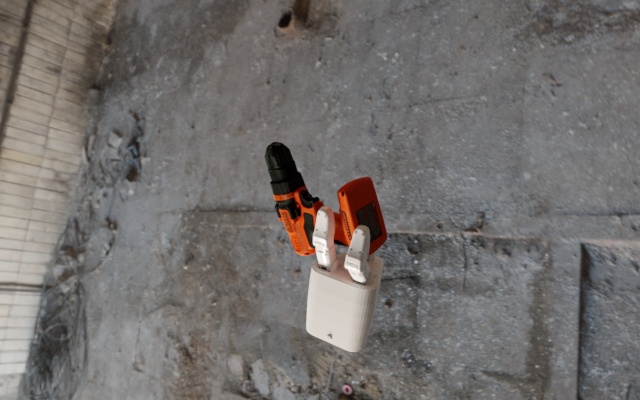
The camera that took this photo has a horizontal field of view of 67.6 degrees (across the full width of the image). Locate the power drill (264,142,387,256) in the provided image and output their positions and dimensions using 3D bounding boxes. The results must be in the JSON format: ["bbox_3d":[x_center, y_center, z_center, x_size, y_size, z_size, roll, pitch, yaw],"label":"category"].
[{"bbox_3d":[0.000,0.003,0.681,0.057,0.184,0.187,-31,22,-31],"label":"power drill"}]
